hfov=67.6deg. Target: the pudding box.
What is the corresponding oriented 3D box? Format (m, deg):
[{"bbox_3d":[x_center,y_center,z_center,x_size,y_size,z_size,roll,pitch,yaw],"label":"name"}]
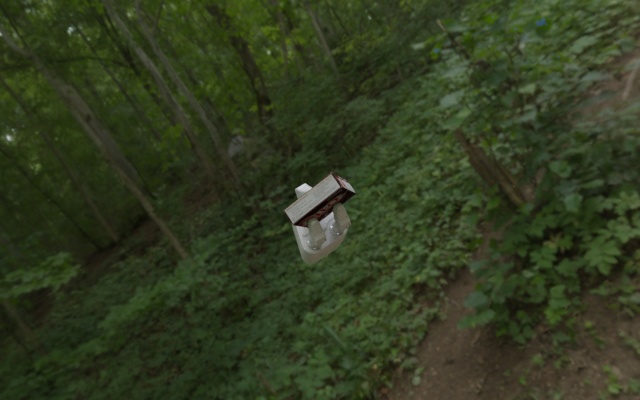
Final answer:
[{"bbox_3d":[0.000,0.003,0.854,0.113,0.039,0.090,-40,-16,11],"label":"pudding box"}]
